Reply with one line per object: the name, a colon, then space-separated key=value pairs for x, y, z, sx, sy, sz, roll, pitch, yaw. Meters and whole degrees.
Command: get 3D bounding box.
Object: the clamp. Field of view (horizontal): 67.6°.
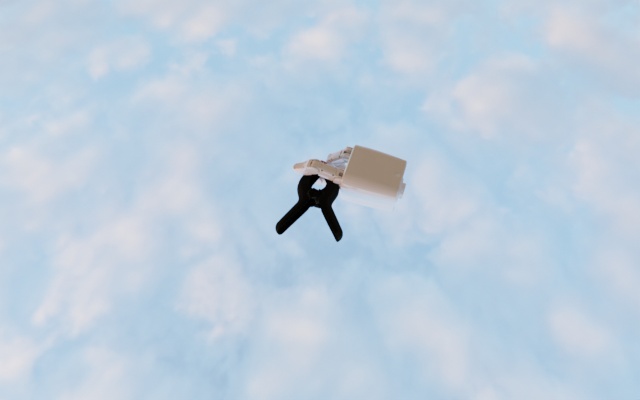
clamp: x=0.000 y=0.003 z=0.878 sx=0.120 sy=0.171 sz=0.039 roll=17 pitch=-29 yaw=8
